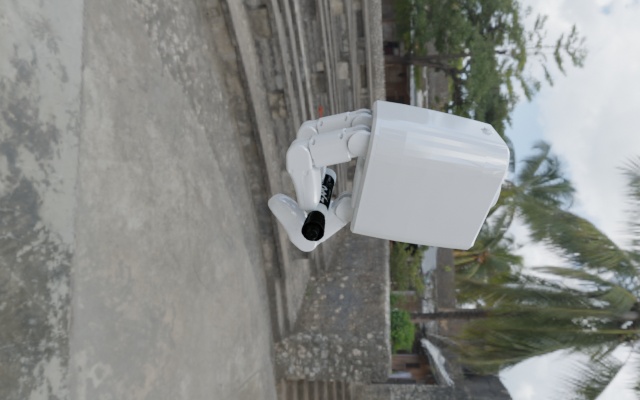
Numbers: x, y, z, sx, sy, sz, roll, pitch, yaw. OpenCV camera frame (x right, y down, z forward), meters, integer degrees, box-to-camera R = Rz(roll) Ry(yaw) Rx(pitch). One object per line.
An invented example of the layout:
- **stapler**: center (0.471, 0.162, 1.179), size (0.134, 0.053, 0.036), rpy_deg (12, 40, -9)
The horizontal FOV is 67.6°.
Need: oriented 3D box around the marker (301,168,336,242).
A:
- **marker**: center (0.000, 0.001, 0.428), size (0.020, 0.020, 0.121), rpy_deg (0, 25, 7)
